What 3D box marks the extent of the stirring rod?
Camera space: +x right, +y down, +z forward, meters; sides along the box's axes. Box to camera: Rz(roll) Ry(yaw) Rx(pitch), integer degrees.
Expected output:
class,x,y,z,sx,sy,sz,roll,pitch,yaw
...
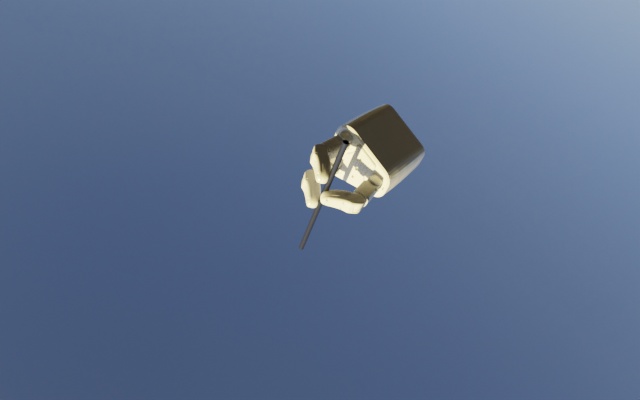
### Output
class,x,y,z,sx,sy,sz,roll,pitch,yaw
stirring rod,0.000,0.002,0.668,0.011,0.011,0.240,0,-37,-19
